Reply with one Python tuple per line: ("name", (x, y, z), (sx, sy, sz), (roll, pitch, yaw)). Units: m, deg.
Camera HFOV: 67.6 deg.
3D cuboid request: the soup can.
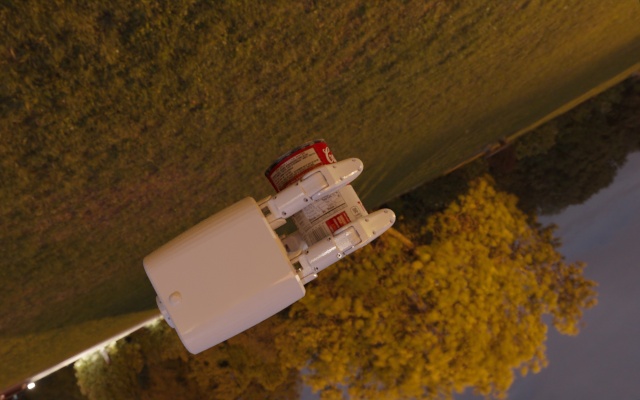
("soup can", (0.001, 0.002, 0.461), (0.068, 0.102, 0.068), (-30, -8, -5))
